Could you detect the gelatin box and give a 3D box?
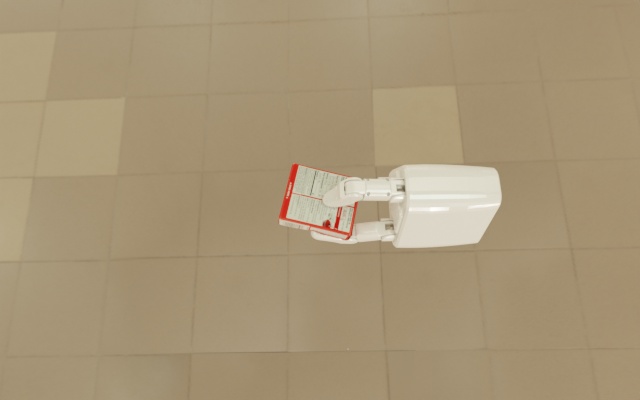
[{"bbox_3d":[0.000,0.002,0.576,0.089,0.073,0.030,13,-18,-3],"label":"gelatin box"}]
